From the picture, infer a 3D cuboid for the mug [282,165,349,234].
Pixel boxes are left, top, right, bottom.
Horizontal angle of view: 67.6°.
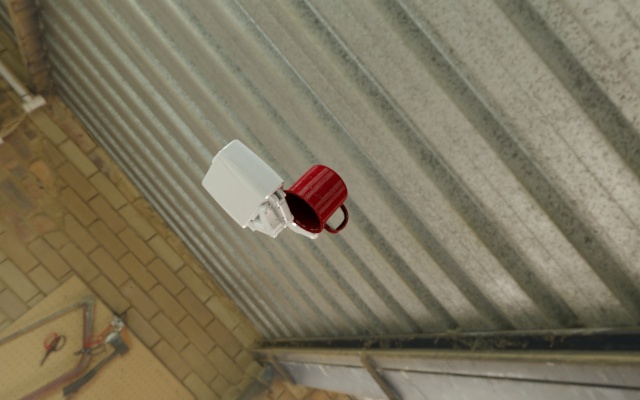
[{"bbox_3d":[0.001,0.003,0.797,0.081,0.117,0.093,-46,1,-29],"label":"mug"}]
